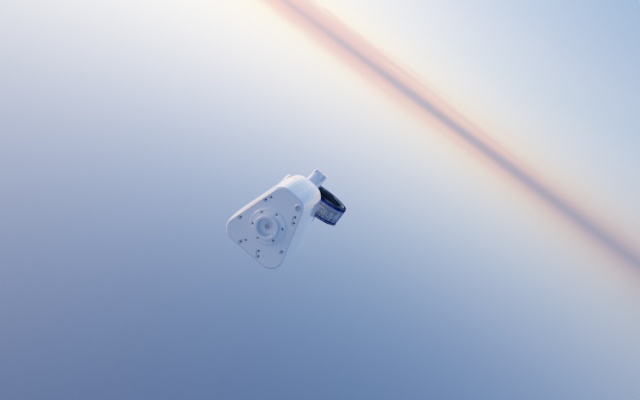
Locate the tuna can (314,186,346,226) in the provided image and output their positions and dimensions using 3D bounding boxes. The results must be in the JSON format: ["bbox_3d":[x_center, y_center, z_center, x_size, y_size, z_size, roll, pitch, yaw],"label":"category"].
[{"bbox_3d":[0.000,0.002,0.792,0.086,0.034,0.086,35,11,-8],"label":"tuna can"}]
